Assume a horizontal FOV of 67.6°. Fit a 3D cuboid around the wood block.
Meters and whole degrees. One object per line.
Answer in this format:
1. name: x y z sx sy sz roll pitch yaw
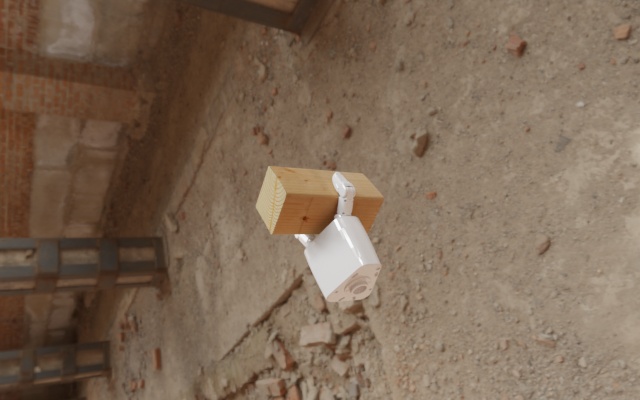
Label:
1. wood block: 0.000 0.003 0.882 0.206 0.091 0.090 2 34 -32
